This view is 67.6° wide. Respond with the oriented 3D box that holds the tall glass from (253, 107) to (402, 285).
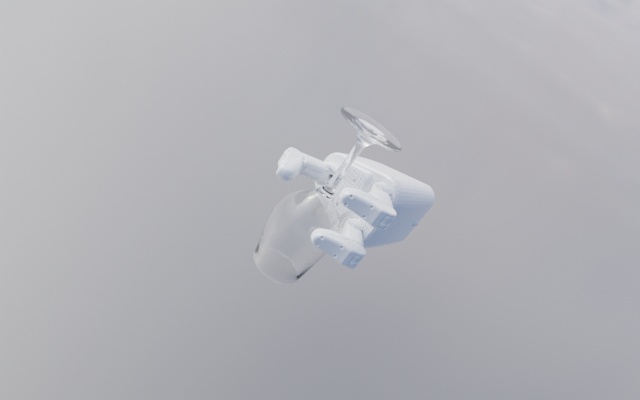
[{"bbox_3d":[0.000,0.001,0.524,0.079,0.201,0.079,29,24,-14],"label":"tall glass"}]
